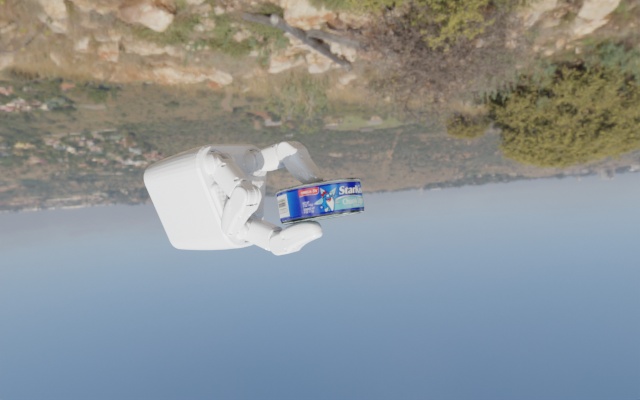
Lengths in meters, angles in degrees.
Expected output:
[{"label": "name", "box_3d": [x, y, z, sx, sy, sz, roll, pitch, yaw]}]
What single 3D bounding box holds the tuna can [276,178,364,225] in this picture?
[{"label": "tuna can", "box_3d": [0.000, 0.002, 0.475, 0.086, 0.034, 0.086, -9, -4, -1]}]
